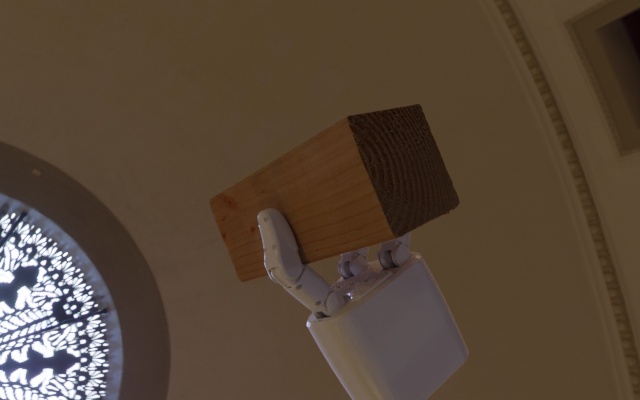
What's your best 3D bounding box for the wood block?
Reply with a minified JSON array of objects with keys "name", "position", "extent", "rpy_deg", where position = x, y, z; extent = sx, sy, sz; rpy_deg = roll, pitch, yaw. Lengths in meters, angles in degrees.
[{"name":"wood block","position":[0.000,0.002,0.420],"extent":[0.091,0.090,0.206],"rpy_deg":[-20,-3,-43]}]
